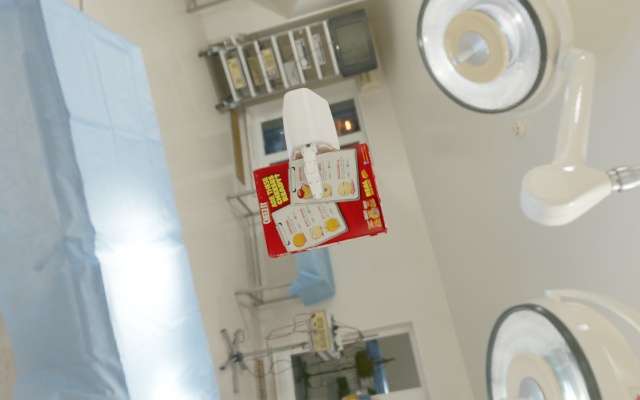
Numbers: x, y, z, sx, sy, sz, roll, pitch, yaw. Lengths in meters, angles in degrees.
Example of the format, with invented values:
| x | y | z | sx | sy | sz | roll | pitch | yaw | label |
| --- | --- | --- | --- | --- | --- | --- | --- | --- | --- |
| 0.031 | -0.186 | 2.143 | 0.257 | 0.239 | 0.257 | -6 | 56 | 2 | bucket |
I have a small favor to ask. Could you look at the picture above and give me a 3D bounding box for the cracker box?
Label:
| x | y | z | sx | sy | sz | roll | pitch | yaw | label |
| --- | --- | --- | --- | --- | --- | --- | --- | --- | --- |
| 0.000 | 0.003 | 0.869 | 0.214 | 0.164 | 0.072 | -13 | -11 | 7 | cracker box |
